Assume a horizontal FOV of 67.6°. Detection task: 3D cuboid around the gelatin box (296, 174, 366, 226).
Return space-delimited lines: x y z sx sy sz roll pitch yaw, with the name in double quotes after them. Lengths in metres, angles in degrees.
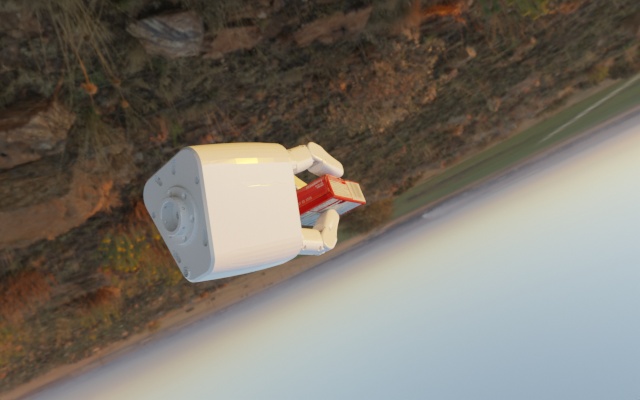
0.000 0.002 0.549 0.073 0.030 0.089 -27 -17 24 "gelatin box"
